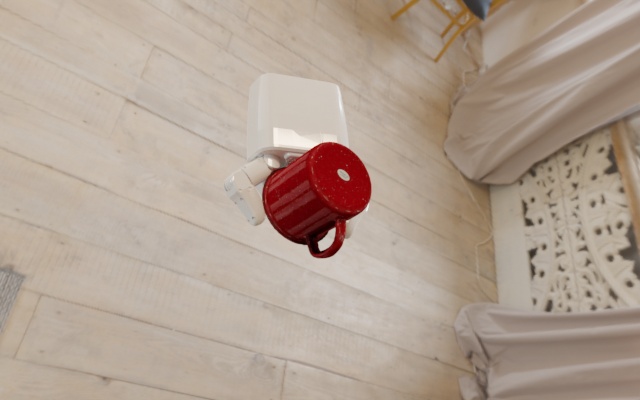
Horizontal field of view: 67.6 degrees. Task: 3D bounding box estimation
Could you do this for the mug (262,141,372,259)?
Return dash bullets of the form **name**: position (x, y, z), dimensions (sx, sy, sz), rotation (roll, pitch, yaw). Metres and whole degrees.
- **mug**: position (0.000, 0.003, 0.495), dimensions (0.093, 0.117, 0.081), rotation (10, -27, -35)
